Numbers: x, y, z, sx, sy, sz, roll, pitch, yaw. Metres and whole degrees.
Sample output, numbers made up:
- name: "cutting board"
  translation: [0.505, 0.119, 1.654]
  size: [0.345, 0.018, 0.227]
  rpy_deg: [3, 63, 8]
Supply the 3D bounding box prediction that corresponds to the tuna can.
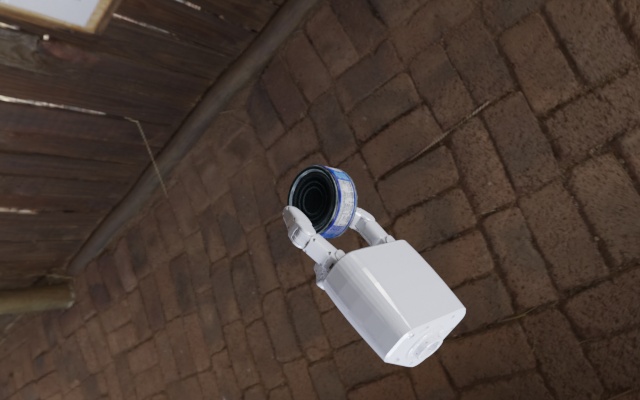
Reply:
- name: "tuna can"
  translation: [0.000, 0.002, 0.560]
  size: [0.086, 0.086, 0.034]
  rpy_deg: [0, -7, 44]
